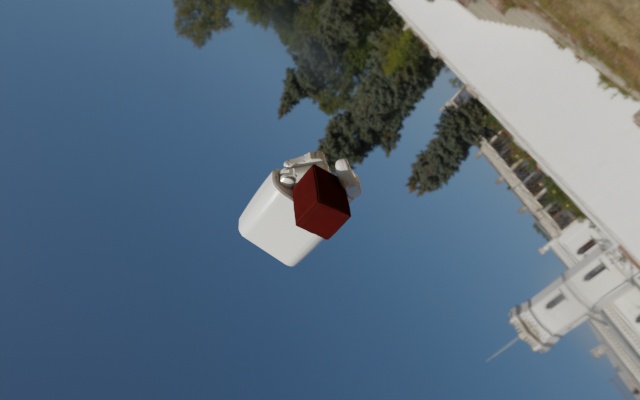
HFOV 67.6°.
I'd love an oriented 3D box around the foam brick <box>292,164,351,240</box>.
[{"bbox_3d":[0.000,0.002,0.624,0.053,0.051,0.078,27,32,-26],"label":"foam brick"}]
